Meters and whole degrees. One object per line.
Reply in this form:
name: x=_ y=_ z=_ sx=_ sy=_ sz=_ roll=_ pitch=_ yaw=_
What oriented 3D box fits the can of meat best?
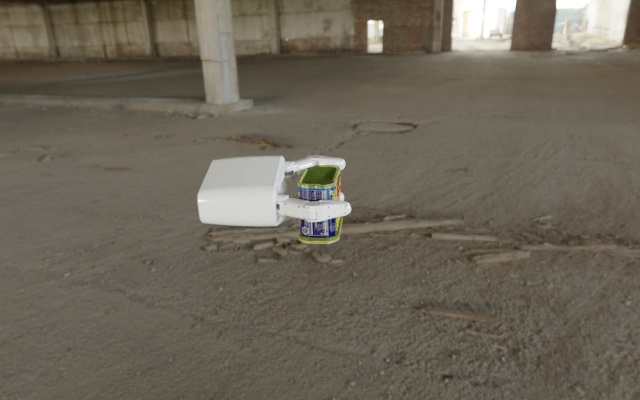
can of meat: x=0.000 y=0.002 z=0.677 sx=0.057 sy=0.084 sz=0.102 roll=0 pitch=20 yaw=7
